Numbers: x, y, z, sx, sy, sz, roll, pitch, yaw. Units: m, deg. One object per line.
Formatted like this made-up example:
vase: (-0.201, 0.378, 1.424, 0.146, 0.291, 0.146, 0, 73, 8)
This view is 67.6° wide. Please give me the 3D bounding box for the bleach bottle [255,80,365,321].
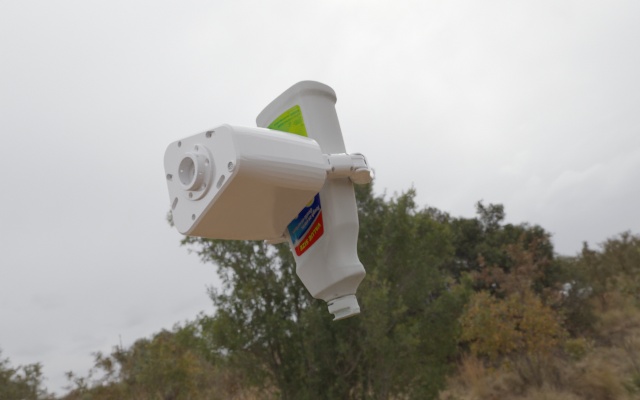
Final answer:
bleach bottle: (0.000, 0.002, 0.525, 0.102, 0.250, 0.068, -29, -22, 37)
